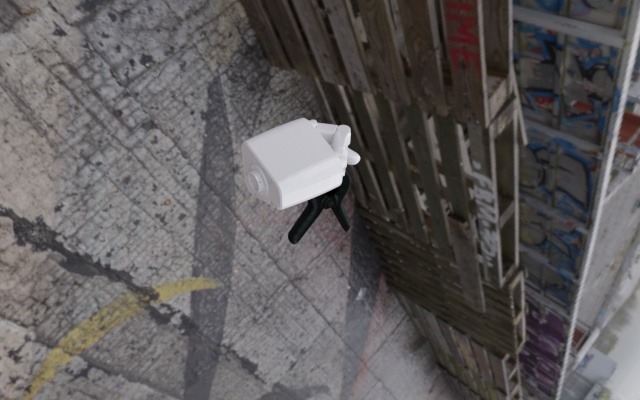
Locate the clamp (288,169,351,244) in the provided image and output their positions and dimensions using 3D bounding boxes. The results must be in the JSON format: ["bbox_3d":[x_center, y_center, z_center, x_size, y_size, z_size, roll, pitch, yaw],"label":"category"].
[{"bbox_3d":[0.001,0.003,0.790,0.120,0.172,0.039,-22,42,-25],"label":"clamp"}]
